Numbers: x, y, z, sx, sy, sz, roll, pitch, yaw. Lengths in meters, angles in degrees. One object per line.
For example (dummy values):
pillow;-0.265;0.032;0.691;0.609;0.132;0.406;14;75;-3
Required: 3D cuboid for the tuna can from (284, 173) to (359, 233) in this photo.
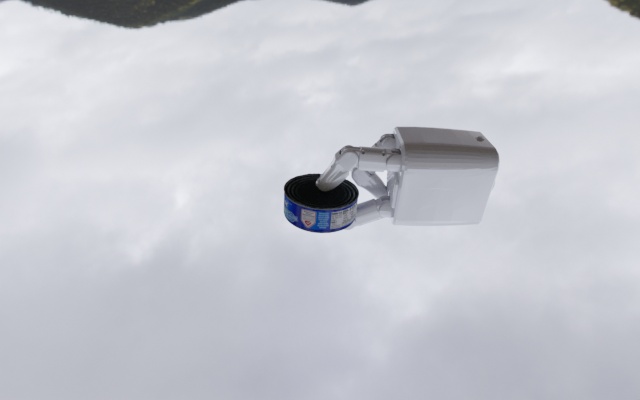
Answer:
tuna can;0.000;0.002;0.548;0.086;0.034;0.086;3;29;-2
